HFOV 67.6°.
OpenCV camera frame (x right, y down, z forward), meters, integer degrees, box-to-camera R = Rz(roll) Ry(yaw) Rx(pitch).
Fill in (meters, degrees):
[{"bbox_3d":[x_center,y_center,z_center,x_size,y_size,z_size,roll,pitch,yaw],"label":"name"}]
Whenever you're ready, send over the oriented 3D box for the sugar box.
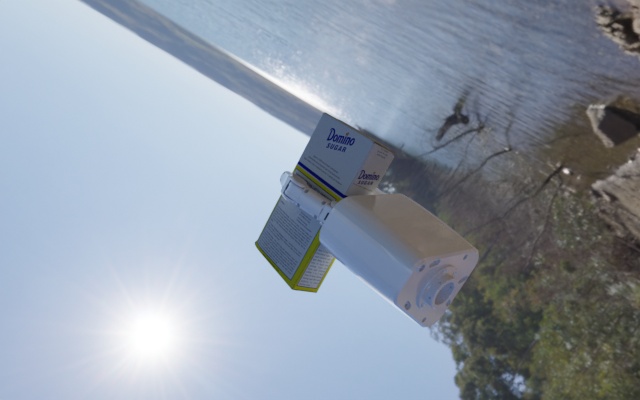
[{"bbox_3d":[0.000,0.002,0.524,0.048,0.176,0.093,21,14,-45],"label":"sugar box"}]
